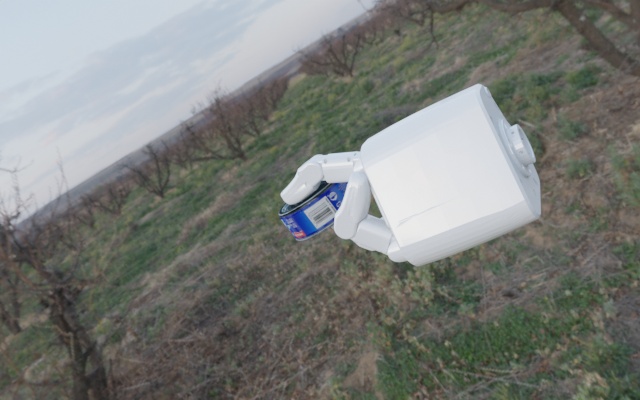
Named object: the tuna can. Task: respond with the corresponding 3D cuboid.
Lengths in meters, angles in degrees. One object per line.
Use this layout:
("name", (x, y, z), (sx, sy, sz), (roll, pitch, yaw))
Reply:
("tuna can", (0.000, 0.001, 0.481), (0.086, 0.034, 0.086), (-35, 11, 8))
